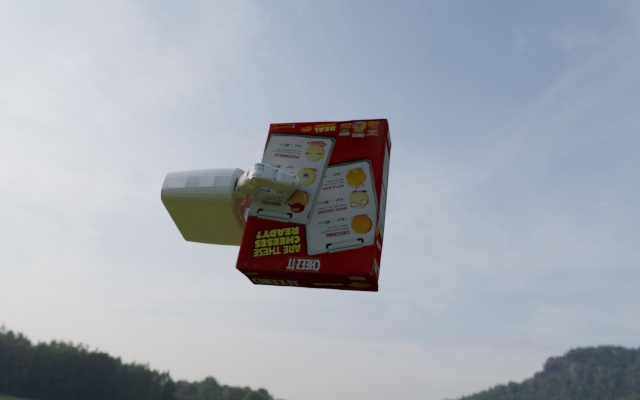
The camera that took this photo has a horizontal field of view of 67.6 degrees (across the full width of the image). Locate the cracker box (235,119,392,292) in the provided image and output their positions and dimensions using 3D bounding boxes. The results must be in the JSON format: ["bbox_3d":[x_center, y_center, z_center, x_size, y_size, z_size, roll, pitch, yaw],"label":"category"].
[{"bbox_3d":[0.000,0.002,0.607,0.164,0.213,0.072,0,-28,16],"label":"cracker box"}]
